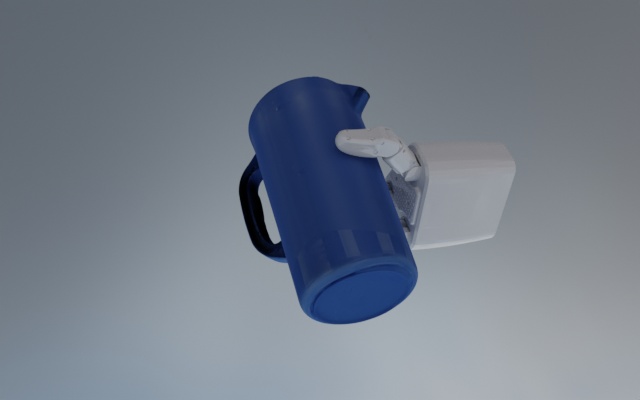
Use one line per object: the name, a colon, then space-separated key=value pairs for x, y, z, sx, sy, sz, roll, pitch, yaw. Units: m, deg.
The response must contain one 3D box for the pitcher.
pitcher: x=0.000 y=0.002 z=0.491 sx=0.145 sy=0.242 sz=0.149 roll=-3 pitch=-41 yaw=-16
